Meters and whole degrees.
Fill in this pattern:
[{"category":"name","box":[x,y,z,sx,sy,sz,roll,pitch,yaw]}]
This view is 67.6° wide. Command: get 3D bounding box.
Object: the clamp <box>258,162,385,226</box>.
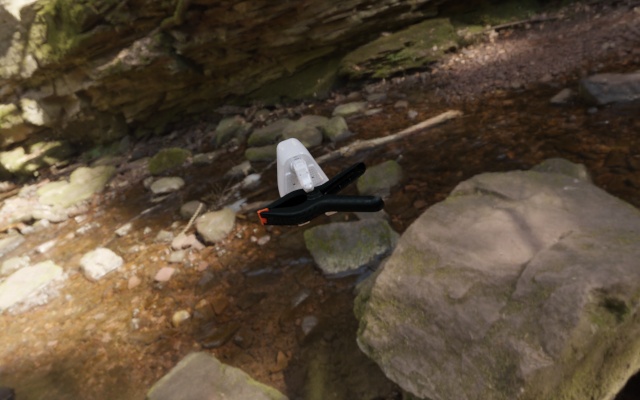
[{"category":"clamp","box":[-0.001,0.002,0.797,0.210,0.036,0.164,-20,26,-4]}]
